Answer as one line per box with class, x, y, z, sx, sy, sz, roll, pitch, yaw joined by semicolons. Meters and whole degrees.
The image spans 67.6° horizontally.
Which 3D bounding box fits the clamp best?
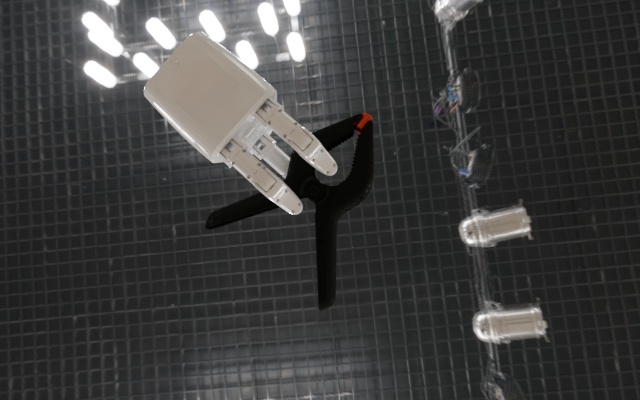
clamp;0.000;0.001;0.521;0.164;0.210;0.036;41;-2;5
